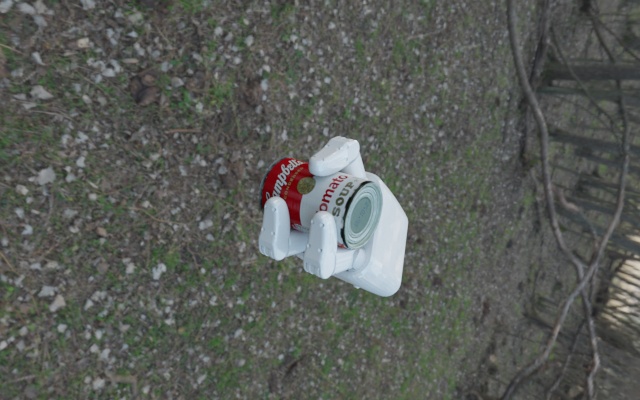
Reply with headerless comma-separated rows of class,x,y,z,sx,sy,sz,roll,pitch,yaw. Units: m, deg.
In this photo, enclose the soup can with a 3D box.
soup can,0.000,0.001,0.462,0.102,0.068,0.068,19,10,33
